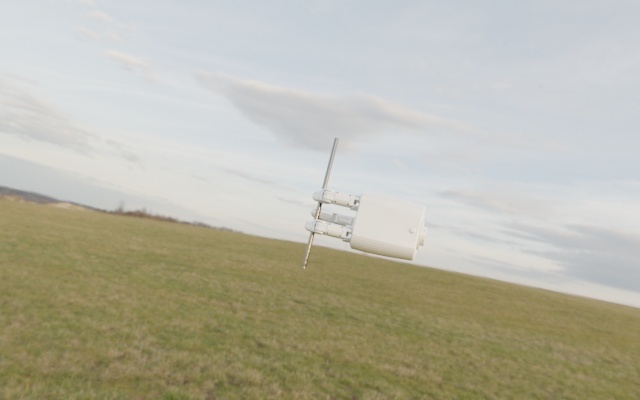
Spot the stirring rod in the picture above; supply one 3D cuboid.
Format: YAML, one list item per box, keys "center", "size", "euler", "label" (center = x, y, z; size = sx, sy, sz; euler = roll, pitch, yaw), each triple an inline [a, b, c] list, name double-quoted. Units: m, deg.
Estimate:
- center: [0.000, 0.003, 0.850]
  size: [0.011, 0.239, 0.011]
  euler: [14, -7, 2]
  label: "stirring rod"
